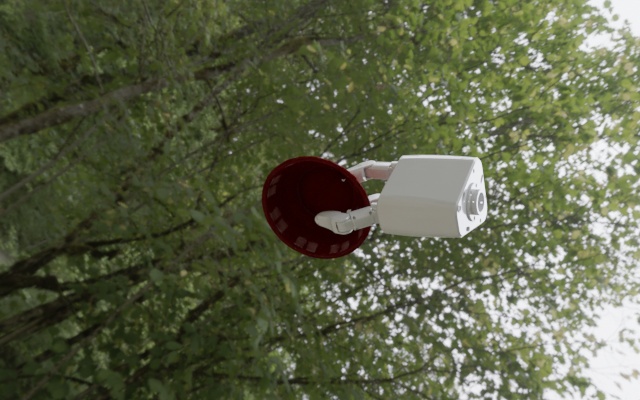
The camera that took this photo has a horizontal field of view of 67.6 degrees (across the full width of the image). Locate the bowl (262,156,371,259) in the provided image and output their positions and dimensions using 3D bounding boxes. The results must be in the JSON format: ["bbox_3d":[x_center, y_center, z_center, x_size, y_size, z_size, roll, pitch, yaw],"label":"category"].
[{"bbox_3d":[-0.001,0.002,0.684,0.162,0.162,0.055,0,27,20],"label":"bowl"}]
